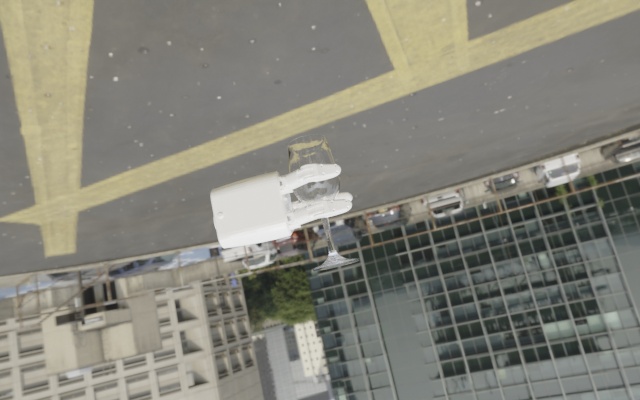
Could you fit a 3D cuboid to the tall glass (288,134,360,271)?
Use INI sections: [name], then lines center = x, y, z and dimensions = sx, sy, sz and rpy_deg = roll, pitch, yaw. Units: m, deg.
[tall glass]
center = 0.000, 0.003, 0.733
dimensions = 0.079, 0.201, 0.079
rpy_deg = -12, -12, -3
